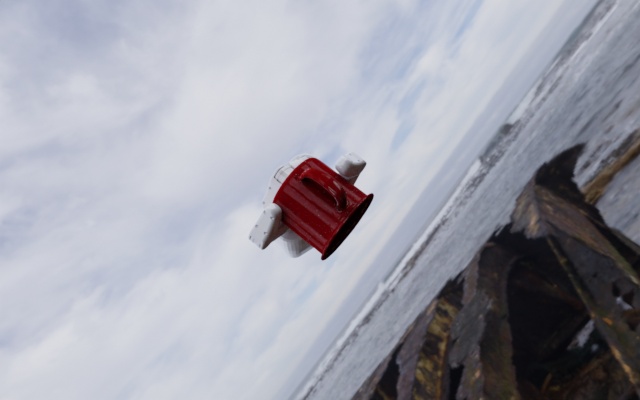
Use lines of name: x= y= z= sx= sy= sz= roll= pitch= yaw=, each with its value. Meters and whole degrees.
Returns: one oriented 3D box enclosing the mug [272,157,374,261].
mug: x=0.000 y=0.001 z=0.521 sx=0.081 sy=0.093 sz=0.117 roll=38 pitch=-17 yaw=12
